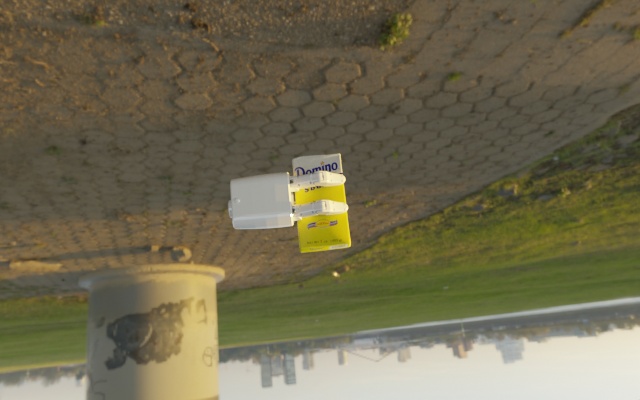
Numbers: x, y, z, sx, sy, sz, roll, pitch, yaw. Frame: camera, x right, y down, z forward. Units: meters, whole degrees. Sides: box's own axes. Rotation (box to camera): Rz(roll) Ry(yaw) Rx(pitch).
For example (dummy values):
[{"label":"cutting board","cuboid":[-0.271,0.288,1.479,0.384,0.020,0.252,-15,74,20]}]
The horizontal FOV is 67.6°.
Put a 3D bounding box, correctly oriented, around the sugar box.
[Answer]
[{"label":"sugar box","cuboid":[0.000,0.003,0.881,0.093,0.176,0.048,-6,-16,-2]}]
